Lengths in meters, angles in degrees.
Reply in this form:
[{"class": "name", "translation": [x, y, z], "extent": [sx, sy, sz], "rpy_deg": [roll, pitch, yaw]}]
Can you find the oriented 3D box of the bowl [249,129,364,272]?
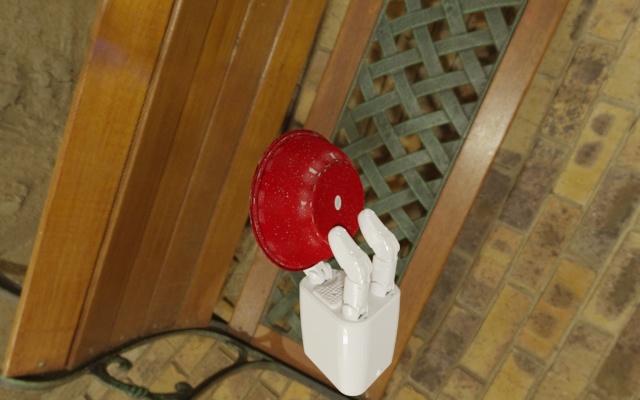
[{"class": "bowl", "translation": [0.000, 0.001, 0.523], "extent": [0.055, 0.162, 0.162], "rpy_deg": [4, 3, 40]}]
